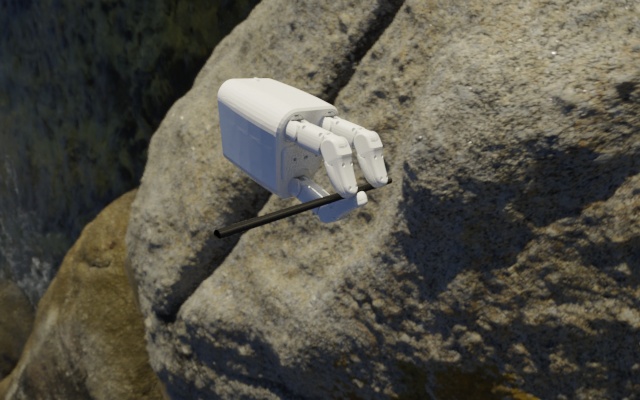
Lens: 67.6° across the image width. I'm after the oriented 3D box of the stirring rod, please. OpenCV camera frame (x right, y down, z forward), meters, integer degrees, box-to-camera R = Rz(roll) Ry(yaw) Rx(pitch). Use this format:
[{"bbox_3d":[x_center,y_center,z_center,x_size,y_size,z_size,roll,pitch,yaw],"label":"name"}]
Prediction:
[{"bbox_3d":[0.000,0.001,0.444,0.011,0.011,0.239,0,11,41],"label":"stirring rod"}]
